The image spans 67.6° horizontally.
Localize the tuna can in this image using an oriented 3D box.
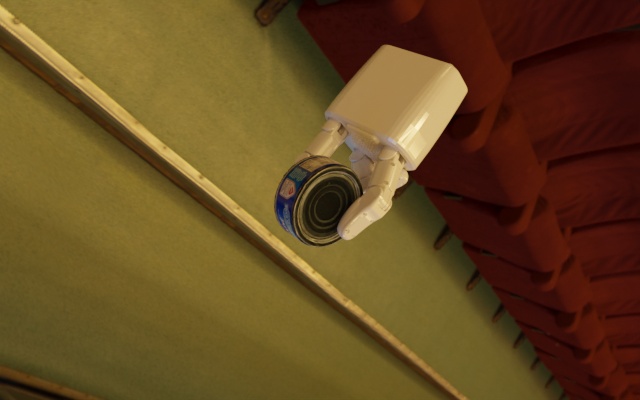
[{"bbox_3d":[0.000,0.002,0.465,0.086,0.086,0.033,0,20,-37],"label":"tuna can"}]
